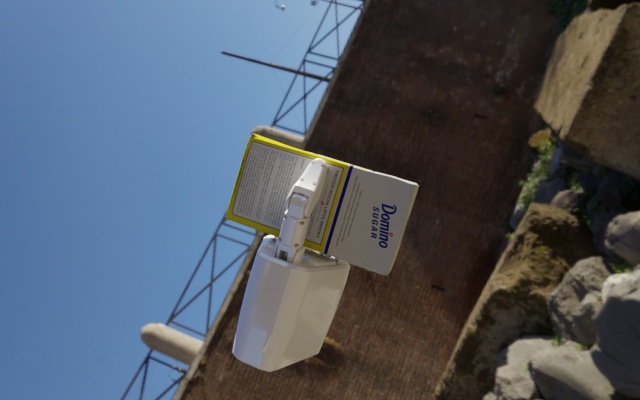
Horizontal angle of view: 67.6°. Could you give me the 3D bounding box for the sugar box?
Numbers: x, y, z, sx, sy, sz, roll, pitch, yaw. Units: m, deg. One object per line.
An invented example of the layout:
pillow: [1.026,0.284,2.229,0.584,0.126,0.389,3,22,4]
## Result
sugar box: [0.000,0.002,0.482,0.176,0.093,0.048,19,6,13]
